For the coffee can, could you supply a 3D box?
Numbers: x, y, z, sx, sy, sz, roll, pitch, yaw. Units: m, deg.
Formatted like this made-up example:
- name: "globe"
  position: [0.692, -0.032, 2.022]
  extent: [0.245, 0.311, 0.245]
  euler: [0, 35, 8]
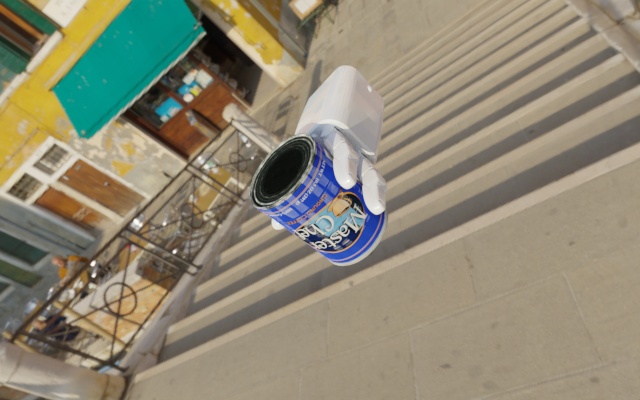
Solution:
- name: "coffee can"
  position: [0.000, 0.002, 0.576]
  extent: [0.103, 0.102, 0.140]
  euler: [0, -32, 49]
